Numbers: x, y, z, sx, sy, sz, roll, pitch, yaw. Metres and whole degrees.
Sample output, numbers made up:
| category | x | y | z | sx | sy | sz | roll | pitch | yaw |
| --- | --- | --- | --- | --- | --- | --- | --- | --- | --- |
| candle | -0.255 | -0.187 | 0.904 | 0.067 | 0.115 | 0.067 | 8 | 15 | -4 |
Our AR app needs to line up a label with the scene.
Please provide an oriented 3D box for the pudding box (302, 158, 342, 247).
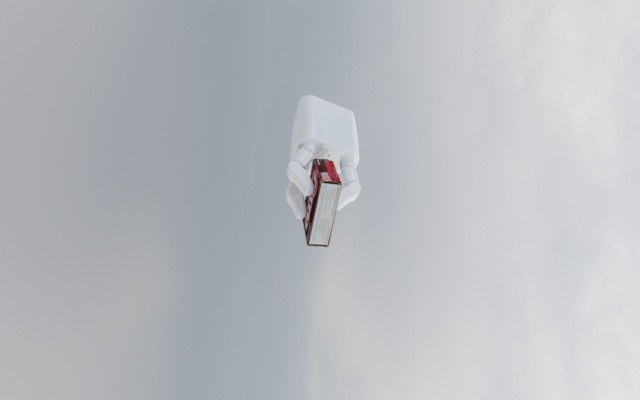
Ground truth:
| category | x | y | z | sx | sy | sz | roll | pitch | yaw |
| --- | --- | --- | --- | --- | --- | --- | --- | --- | --- |
| pudding box | 0.000 | 0.002 | 0.745 | 0.039 | 0.113 | 0.090 | 5 | 26 | -9 |
